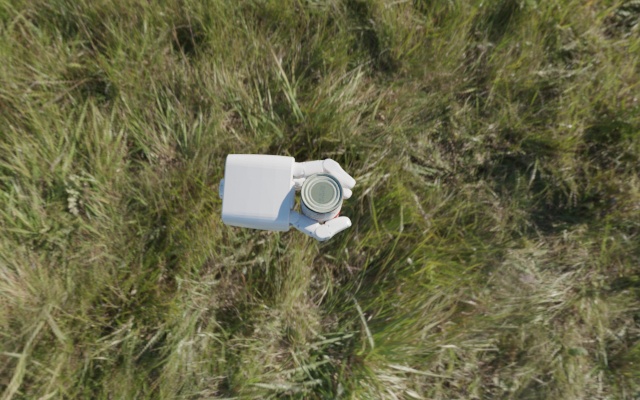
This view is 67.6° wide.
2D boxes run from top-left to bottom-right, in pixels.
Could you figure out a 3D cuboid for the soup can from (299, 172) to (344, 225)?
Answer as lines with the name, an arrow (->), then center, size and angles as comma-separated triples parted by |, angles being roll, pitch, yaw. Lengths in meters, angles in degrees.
soup can -> 0.001, 0.003, 0.764 | 0.068, 0.068, 0.102 | 0, -18, -3
